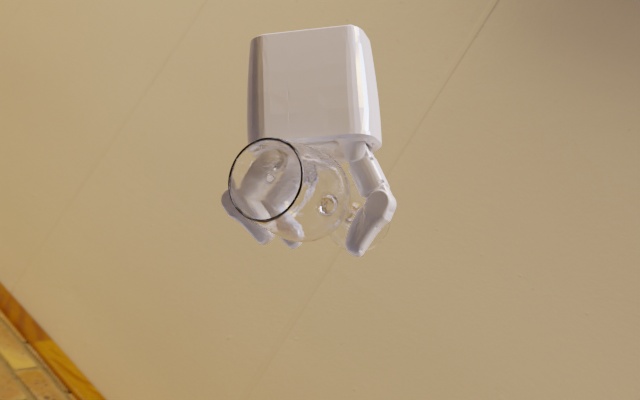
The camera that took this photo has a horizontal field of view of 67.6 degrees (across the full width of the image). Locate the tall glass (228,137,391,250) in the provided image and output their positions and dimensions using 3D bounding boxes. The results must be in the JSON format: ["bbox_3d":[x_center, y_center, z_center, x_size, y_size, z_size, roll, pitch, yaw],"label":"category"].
[{"bbox_3d":[0.000,0.002,0.426,0.079,0.079,0.201,0,-9,24],"label":"tall glass"}]
